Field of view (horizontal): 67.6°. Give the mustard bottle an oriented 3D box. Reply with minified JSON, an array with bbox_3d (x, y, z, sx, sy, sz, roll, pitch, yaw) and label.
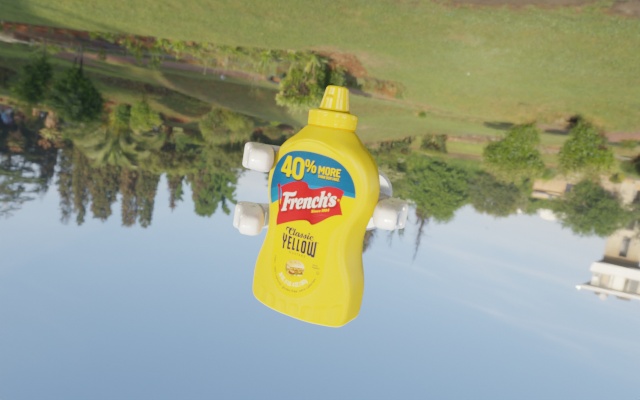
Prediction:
[{"bbox_3d":[0.000,0.002,0.403,0.096,0.191,0.058,14,9,29],"label":"mustard bottle"}]
